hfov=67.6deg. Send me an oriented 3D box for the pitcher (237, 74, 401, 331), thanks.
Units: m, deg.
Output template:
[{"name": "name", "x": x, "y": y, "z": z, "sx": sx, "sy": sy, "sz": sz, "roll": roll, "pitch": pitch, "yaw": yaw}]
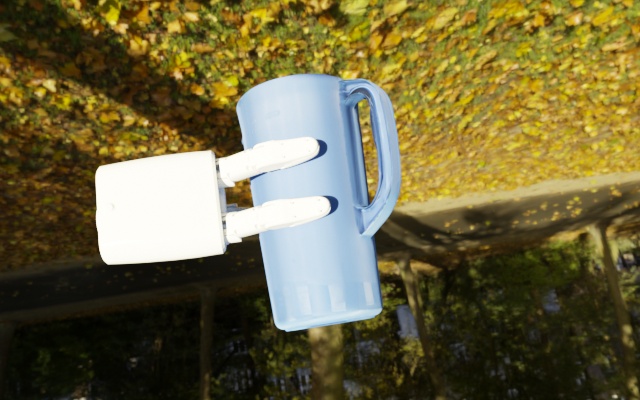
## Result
[{"name": "pitcher", "x": 0.000, "y": 0.002, "z": 0.488, "sx": 0.145, "sy": 0.242, "sz": 0.149, "roll": -6, "pitch": -14, "yaw": -11}]
